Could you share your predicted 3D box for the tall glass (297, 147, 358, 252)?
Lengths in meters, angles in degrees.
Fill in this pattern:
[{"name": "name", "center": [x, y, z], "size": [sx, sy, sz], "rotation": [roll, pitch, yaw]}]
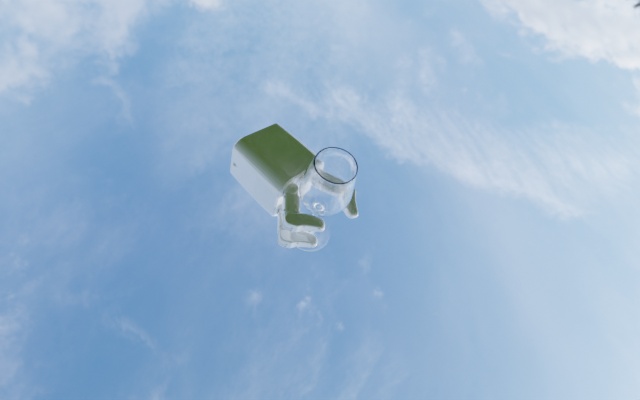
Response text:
[{"name": "tall glass", "center": [0.000, 0.003, 0.726], "size": [0.079, 0.079, 0.201], "rotation": [0, -30, -14]}]
